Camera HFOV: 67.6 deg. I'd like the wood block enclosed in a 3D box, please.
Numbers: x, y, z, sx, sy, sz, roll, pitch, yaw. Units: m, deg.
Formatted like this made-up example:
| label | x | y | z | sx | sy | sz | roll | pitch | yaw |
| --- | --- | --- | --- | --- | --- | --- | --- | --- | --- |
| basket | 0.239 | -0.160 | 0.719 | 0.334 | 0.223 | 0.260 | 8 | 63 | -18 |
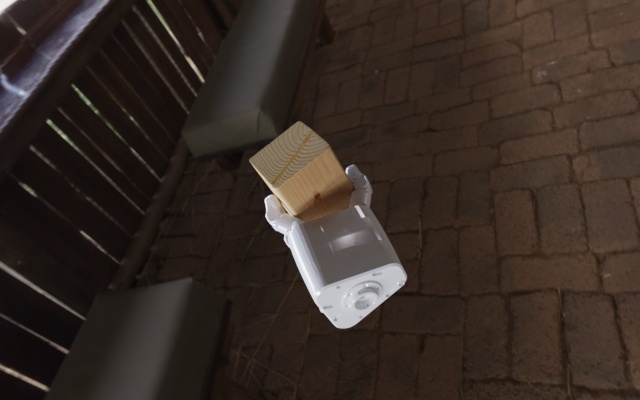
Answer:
| label | x | y | z | sx | sy | sz | roll | pitch | yaw |
| --- | --- | --- | --- | --- | --- | --- | --- | --- | --- |
| wood block | 0.000 | 0.002 | 0.684 | 0.091 | 0.206 | 0.090 | -38 | 42 | -6 |
